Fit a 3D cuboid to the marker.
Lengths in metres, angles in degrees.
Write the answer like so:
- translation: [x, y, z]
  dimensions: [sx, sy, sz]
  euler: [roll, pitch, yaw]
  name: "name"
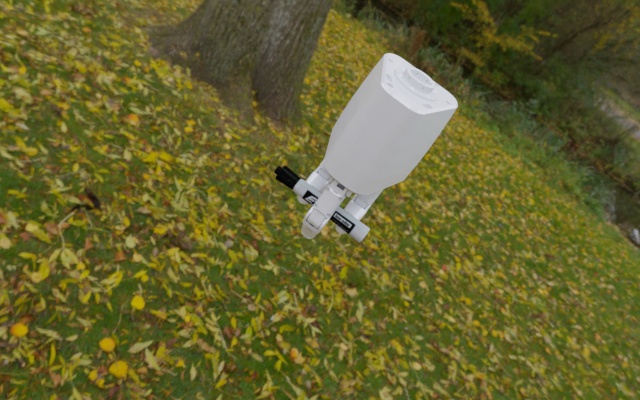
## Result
- translation: [0.000, 0.002, 0.519]
  dimensions: [0.121, 0.020, 0.020]
  euler: [37, 2, 3]
  name: "marker"
